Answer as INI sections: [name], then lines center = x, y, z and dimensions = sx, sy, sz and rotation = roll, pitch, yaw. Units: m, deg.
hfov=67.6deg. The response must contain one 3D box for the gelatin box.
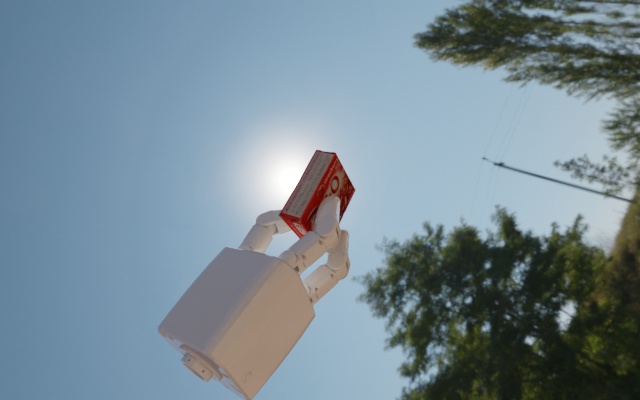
[gelatin box]
center = 0.000, 0.001, 0.523
dimensions = 0.030, 0.089, 0.073
rotation = 14, -25, 31
